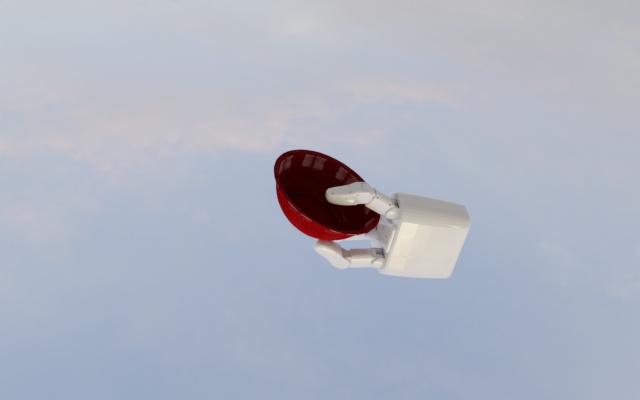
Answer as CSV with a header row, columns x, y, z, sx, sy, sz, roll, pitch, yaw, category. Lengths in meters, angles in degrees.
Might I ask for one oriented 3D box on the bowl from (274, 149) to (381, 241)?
x,y,z,sx,sy,sz,roll,pitch,yaw,category
-0.001,0.002,0.657,0.162,0.162,0.055,0,-44,-39,bowl
